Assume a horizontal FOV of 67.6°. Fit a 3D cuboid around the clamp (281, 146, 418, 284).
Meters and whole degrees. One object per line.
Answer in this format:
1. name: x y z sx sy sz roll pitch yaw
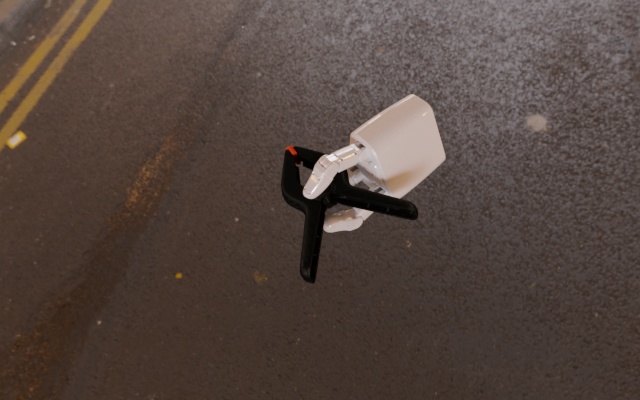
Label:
1. clamp: 0.000 0.001 0.631 0.164 0.036 0.210 -36 54 -13
